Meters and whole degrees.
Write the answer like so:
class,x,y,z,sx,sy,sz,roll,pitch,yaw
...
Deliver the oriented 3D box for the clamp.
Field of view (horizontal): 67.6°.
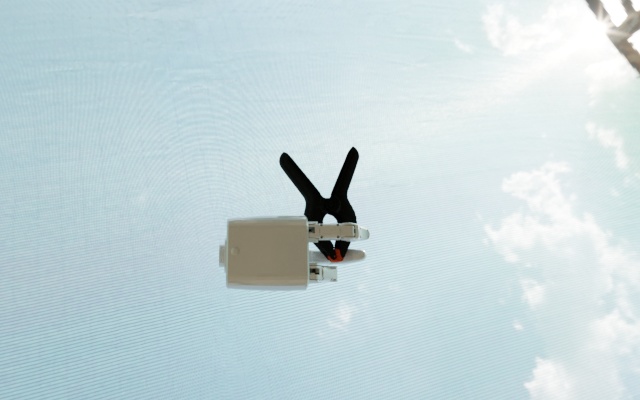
class,x,y,z,sx,sy,sz,roll,pitch,yaw
clamp,0.000,0.003,0.684,0.120,0.171,0.039,1,-12,-11
